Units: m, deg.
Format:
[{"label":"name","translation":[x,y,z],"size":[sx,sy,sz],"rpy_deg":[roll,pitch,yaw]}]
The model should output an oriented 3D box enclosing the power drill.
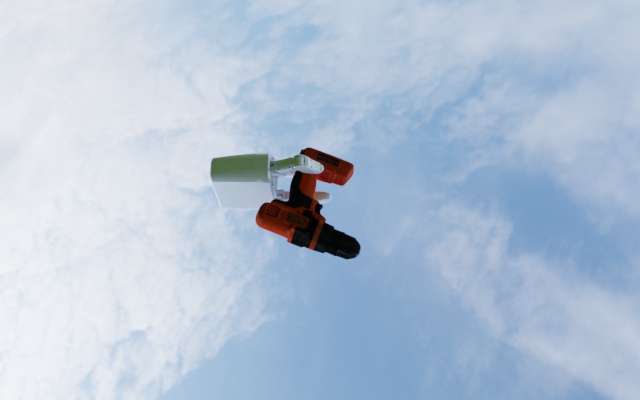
[{"label":"power drill","translation":[0.000,0.002,0.841],"size":[0.184,0.187,0.057],"rpy_deg":[22,-38,-1]}]
